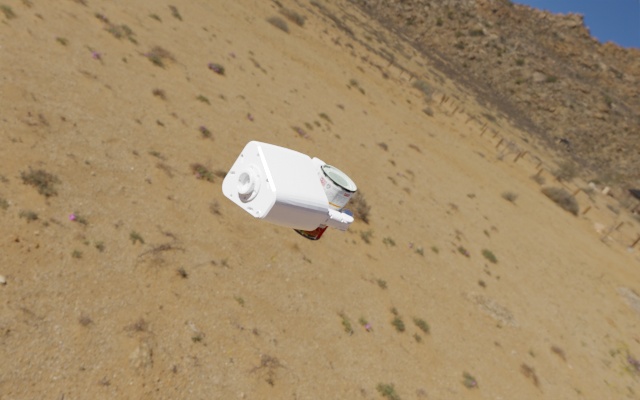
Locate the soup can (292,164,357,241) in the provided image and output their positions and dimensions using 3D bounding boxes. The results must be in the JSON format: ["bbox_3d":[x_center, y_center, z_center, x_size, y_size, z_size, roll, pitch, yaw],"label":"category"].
[{"bbox_3d":[0.001,0.002,0.743,0.068,0.102,0.068,32,20,-13],"label":"soup can"}]
